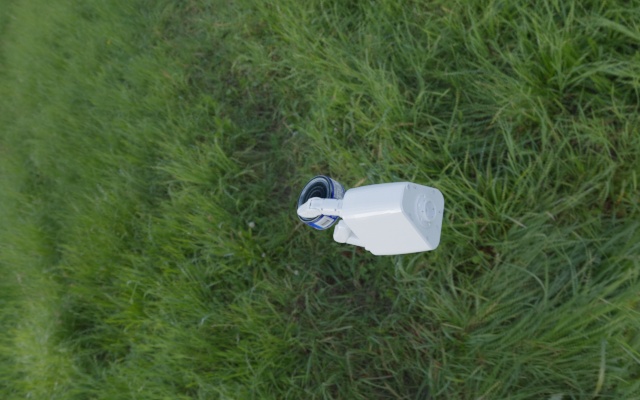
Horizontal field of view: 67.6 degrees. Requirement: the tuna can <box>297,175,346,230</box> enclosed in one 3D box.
[{"bbox_3d":[0.000,0.002,0.788,0.034,0.086,0.086,26,-16,-37],"label":"tuna can"}]
